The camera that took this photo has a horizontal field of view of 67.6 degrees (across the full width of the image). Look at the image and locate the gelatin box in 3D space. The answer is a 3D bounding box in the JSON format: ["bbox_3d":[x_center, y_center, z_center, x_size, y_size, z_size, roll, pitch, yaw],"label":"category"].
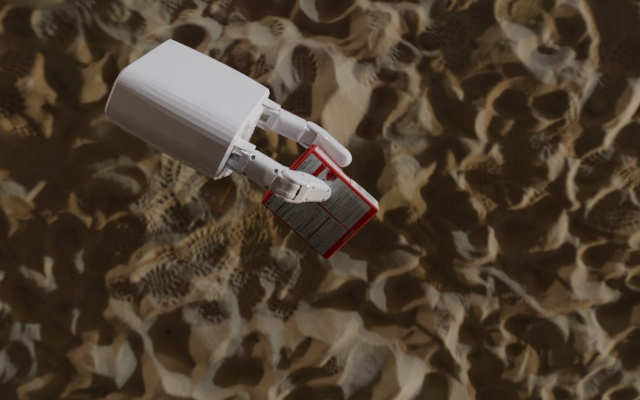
[{"bbox_3d":[0.000,0.002,0.461,0.089,0.073,0.030,42,16,-8],"label":"gelatin box"}]
